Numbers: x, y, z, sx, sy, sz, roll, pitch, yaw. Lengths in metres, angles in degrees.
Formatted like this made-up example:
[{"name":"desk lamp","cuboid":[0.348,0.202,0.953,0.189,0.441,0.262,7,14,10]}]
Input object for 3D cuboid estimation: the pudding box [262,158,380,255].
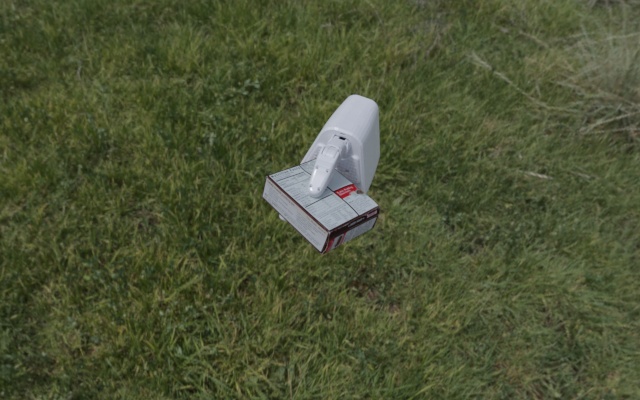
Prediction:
[{"name":"pudding box","cuboid":[0.000,0.002,0.563,0.090,0.039,0.113,-24,52,-38]}]
